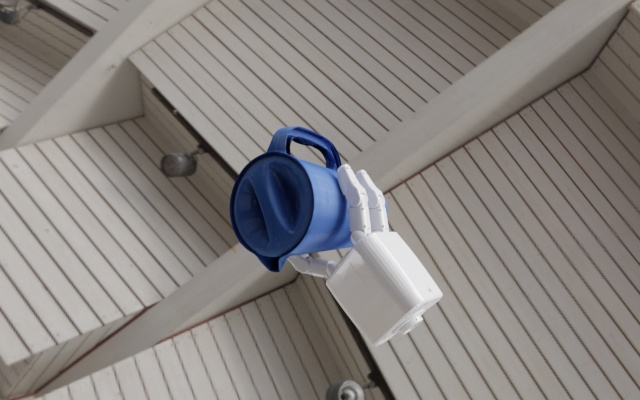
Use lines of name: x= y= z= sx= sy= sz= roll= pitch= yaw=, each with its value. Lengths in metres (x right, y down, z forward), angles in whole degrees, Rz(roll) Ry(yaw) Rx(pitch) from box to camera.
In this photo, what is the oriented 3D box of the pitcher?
pitcher: x=0.000 y=0.002 z=0.682 sx=0.149 sy=0.145 sz=0.243 roll=-48 pitch=-26 yaw=21
